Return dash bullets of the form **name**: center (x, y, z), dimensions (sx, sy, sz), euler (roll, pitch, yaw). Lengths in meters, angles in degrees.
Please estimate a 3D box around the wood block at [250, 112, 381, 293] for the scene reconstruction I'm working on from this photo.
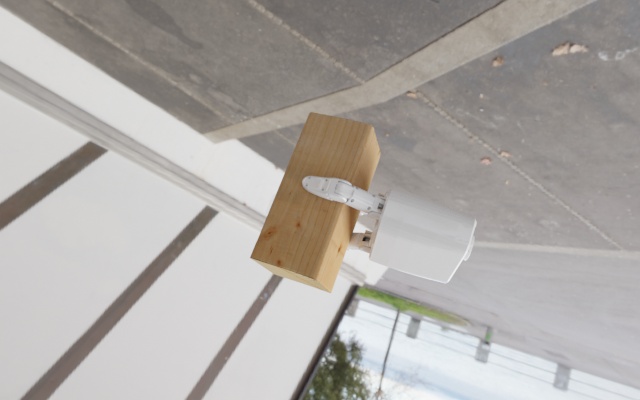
- **wood block**: center (0.000, 0.002, 0.622), dimensions (0.090, 0.206, 0.091), euler (15, -16, 19)
